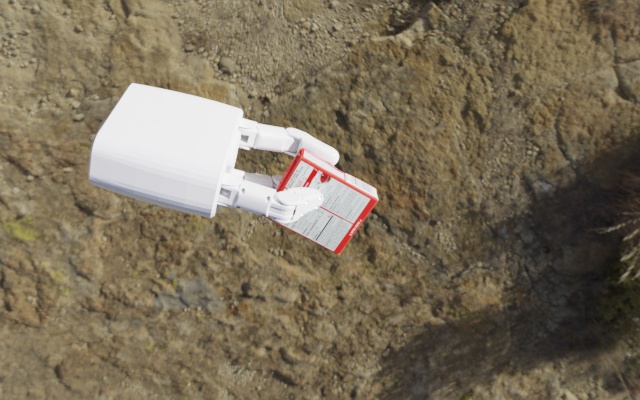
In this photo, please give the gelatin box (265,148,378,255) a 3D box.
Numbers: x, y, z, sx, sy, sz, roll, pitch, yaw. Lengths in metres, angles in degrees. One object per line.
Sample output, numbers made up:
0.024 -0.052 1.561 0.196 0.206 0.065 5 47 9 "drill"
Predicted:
0.000 0.002 0.469 0.089 0.073 0.030 28 23 -11 "gelatin box"
